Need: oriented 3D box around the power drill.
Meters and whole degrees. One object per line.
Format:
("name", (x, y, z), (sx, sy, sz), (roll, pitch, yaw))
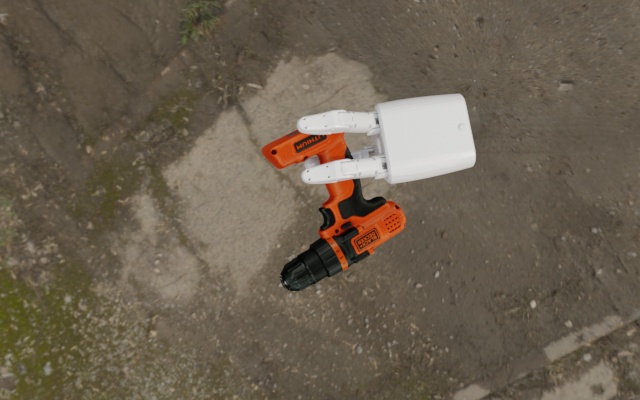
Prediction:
("power drill", (0.000, 0.001, 0.603), (0.184, 0.188, 0.057), (-30, 17, -15))
